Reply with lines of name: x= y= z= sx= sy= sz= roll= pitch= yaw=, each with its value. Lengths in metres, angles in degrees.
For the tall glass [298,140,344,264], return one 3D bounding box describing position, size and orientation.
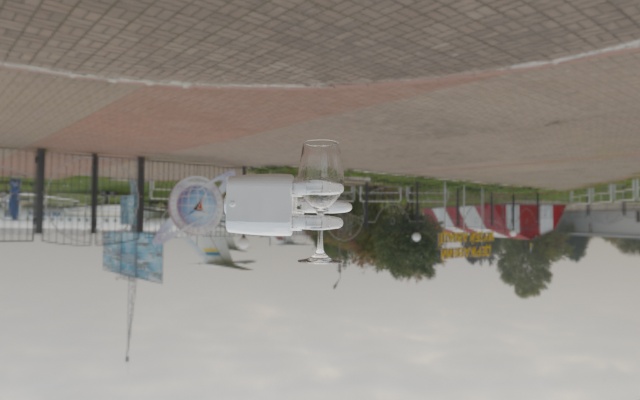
tall glass: x=0.000 y=0.003 z=0.796 sx=0.079 sy=0.201 sz=0.079 roll=1 pitch=-2 yaw=0
